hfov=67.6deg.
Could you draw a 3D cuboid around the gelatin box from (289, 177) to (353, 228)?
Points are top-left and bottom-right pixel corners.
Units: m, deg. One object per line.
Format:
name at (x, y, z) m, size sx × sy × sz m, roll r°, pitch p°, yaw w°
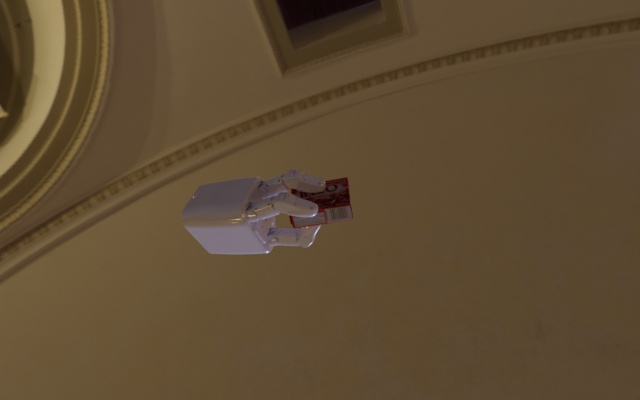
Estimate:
gelatin box at (0.001, 0.003, 0.697) m, size 0.089 × 0.030 × 0.073 m, roll -9°, pitch 34°, yaw 5°
